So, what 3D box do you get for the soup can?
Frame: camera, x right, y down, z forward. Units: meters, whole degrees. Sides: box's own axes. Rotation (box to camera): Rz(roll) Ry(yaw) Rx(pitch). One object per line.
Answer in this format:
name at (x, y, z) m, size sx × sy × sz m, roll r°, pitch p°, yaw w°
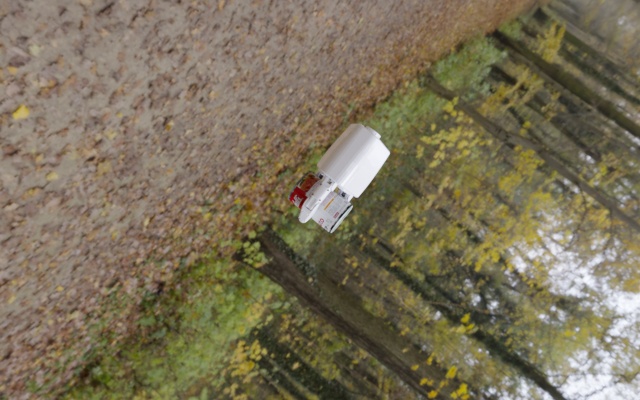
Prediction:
soup can at (0.000, 0.003, 0.880) m, size 0.102 × 0.068 × 0.068 m, roll 39°, pitch 6°, yaw 8°
